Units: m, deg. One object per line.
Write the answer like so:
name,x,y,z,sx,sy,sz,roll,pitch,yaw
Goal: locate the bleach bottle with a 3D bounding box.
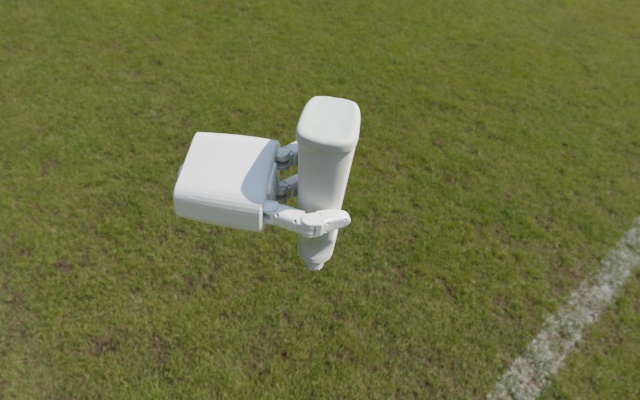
bleach bottle,0.000,0.002,0.605,0.068,0.251,0.102,9,40,3
